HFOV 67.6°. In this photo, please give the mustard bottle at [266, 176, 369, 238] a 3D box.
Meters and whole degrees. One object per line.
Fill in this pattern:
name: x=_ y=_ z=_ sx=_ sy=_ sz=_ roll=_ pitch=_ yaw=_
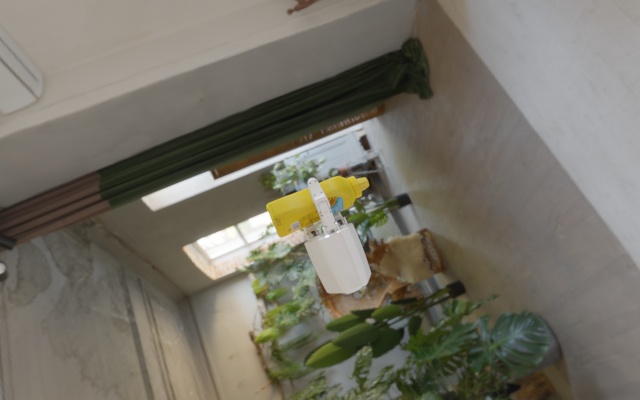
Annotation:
mustard bottle: x=0.000 y=0.003 z=0.878 sx=0.191 sy=0.058 sz=0.096 roll=-23 pitch=-26 yaw=-7
